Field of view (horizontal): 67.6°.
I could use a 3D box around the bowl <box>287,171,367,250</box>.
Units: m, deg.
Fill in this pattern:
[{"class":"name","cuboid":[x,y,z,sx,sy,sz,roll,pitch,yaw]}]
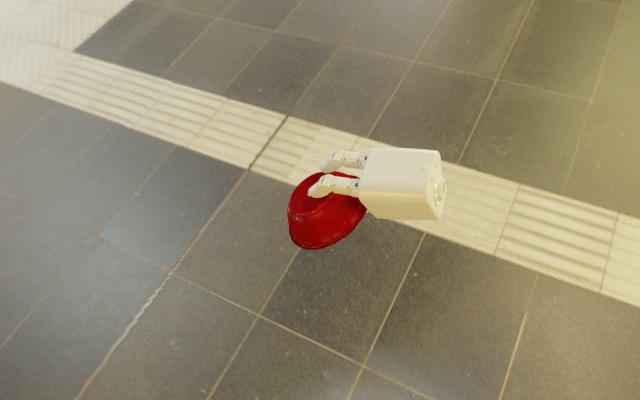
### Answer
[{"class":"bowl","cuboid":[-0.001,0.003,0.810,0.162,0.162,0.055,0,-37,41]}]
